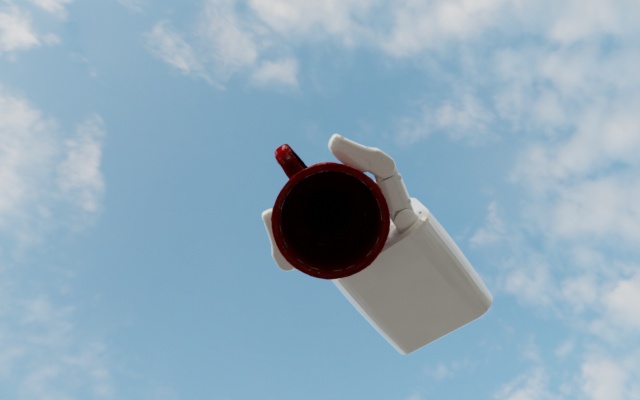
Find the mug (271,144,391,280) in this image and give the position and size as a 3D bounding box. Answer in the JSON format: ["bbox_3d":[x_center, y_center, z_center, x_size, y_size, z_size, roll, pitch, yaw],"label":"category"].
[{"bbox_3d":[-0.001,0.000,0.409,0.093,0.117,0.081,-39,8,6],"label":"mug"}]
